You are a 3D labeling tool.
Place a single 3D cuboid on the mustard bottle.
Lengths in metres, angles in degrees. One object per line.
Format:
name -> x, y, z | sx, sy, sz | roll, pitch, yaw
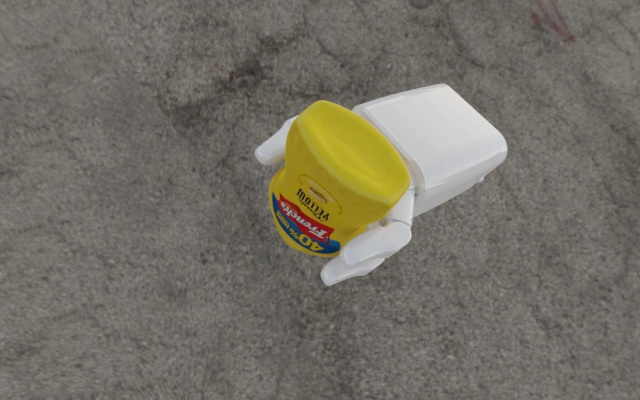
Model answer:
mustard bottle -> 0.000, 0.001, 0.421 | 0.058, 0.096, 0.192 | -47, -5, -28
